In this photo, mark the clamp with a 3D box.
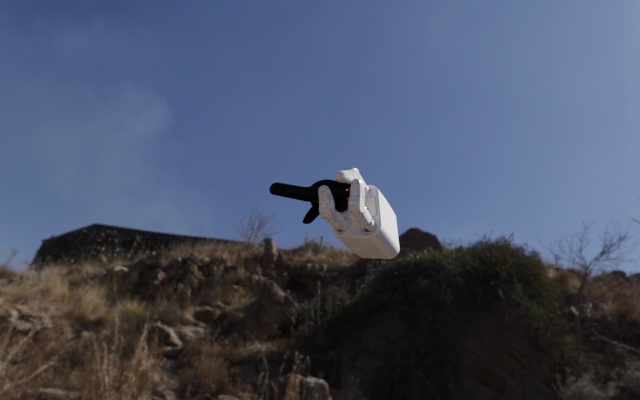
[{"bbox_3d":[0.000,0.002,0.894,0.171,0.039,0.120,-1,-31,33],"label":"clamp"}]
